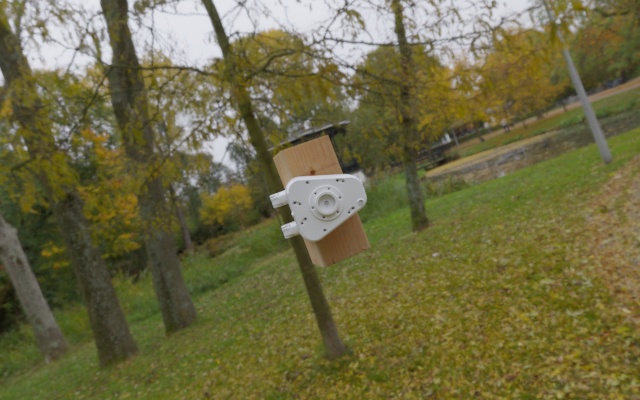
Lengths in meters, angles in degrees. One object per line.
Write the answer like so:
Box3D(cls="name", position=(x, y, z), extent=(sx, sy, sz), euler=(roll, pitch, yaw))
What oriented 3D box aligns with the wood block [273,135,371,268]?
Box3D(cls="wood block", position=(0.000, 0.002, 0.835), extent=(0.091, 0.206, 0.090), euler=(-21, 2, -14))
